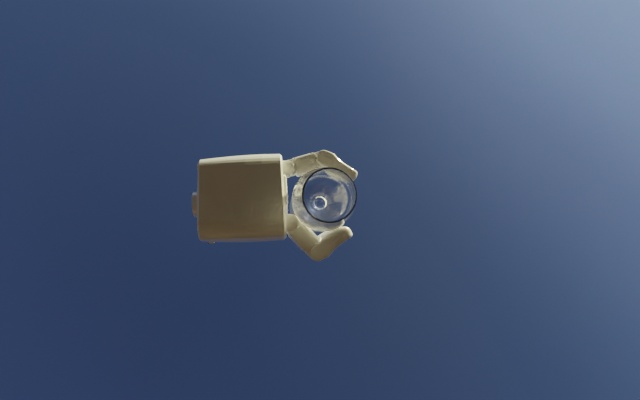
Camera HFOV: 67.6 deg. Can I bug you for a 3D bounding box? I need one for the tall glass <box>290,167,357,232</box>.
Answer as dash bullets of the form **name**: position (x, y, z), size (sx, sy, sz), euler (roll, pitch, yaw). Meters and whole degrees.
- **tall glass**: position (0.000, 0.002, 0.622), size (0.079, 0.079, 0.201), euler (0, -5, -6)
